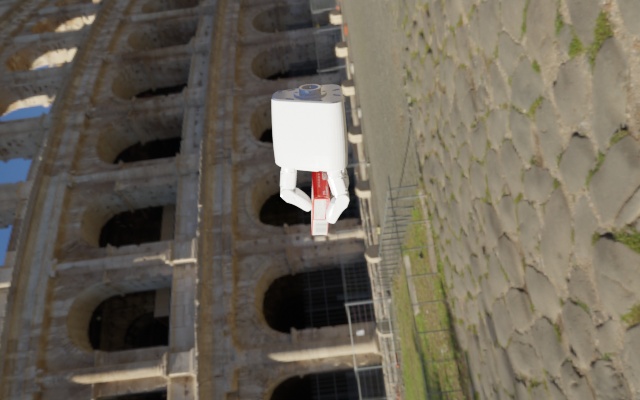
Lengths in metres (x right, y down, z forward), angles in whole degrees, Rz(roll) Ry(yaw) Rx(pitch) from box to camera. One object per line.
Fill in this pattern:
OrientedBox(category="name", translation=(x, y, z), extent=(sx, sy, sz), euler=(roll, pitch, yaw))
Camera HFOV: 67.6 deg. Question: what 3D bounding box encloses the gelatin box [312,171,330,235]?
OrientedBox(category="gelatin box", translation=(0.000, 0.003, 0.806), extent=(0.030, 0.089, 0.073), euler=(1, 43, -2))
